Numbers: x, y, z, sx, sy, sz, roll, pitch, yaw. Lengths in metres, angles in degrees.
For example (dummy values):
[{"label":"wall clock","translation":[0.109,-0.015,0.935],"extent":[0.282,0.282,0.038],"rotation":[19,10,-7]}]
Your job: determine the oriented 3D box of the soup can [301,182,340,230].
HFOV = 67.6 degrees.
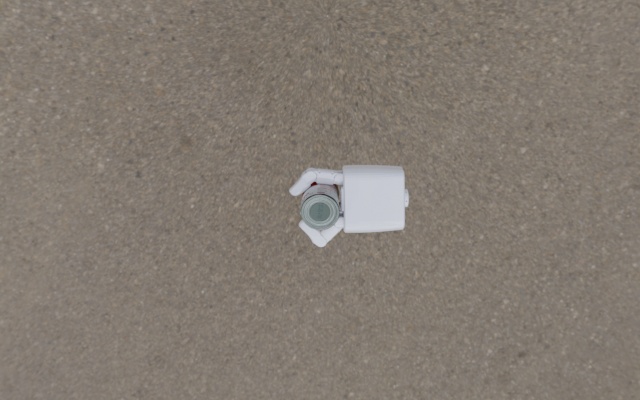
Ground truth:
[{"label":"soup can","translation":[0.000,0.003,0.845],"extent":[0.068,0.068,0.102],"rotation":[0,21,1]}]
